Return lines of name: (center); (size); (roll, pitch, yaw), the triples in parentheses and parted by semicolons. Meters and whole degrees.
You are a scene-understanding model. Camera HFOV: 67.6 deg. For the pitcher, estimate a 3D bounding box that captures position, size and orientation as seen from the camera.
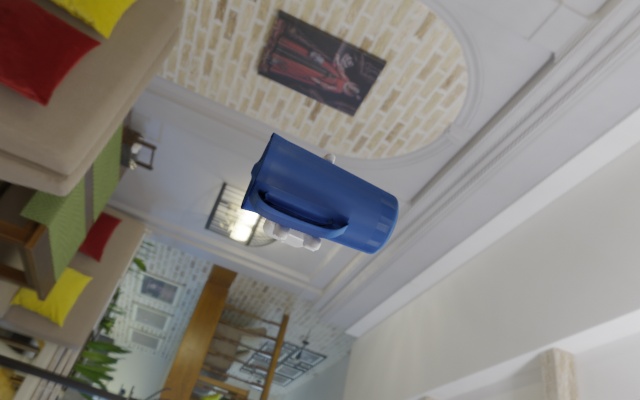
pitcher: (0.000, 0.003, 0.775); (0.243, 0.149, 0.145); (23, -18, -11)
